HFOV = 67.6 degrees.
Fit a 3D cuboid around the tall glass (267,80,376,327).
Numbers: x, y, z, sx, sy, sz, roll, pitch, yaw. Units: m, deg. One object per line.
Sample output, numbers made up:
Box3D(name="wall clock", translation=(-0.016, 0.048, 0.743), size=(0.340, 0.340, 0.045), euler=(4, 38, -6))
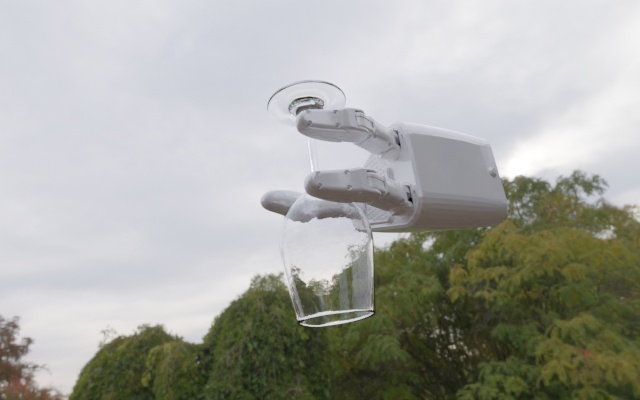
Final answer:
Box3D(name="tall glass", translation=(0.000, 0.001, 0.409), size=(0.079, 0.201, 0.079), euler=(-7, -22, -3))
